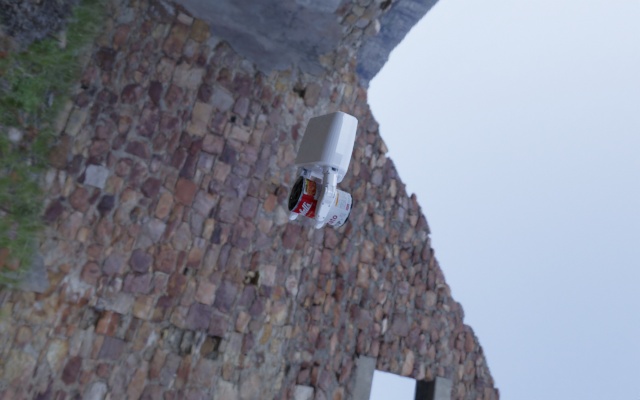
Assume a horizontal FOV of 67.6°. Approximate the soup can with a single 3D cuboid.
[{"bbox_3d":[0.000,0.003,0.881,0.102,0.068,0.068,19,-7,-19],"label":"soup can"}]
